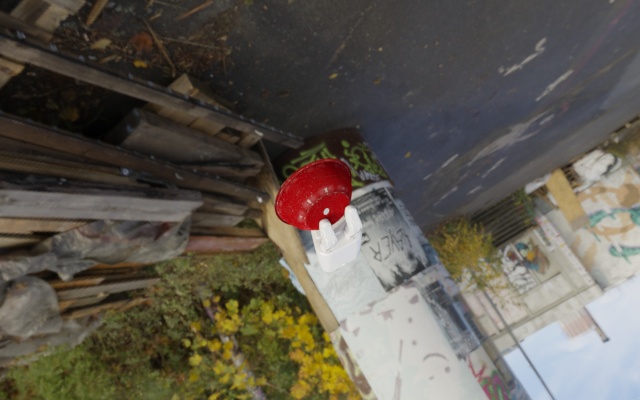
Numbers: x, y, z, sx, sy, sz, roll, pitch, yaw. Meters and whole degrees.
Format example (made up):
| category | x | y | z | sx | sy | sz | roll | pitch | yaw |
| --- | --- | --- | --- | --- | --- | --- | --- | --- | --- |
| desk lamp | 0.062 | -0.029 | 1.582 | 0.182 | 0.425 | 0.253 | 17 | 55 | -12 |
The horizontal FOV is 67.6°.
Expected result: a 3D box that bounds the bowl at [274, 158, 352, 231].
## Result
| category | x | y | z | sx | sy | sz | roll | pitch | yaw |
| --- | --- | --- | --- | --- | --- | --- | --- | --- | --- |
| bowl | 0.000 | 0.002 | 0.867 | 0.162 | 0.162 | 0.055 | 0 | 40 | -38 |
